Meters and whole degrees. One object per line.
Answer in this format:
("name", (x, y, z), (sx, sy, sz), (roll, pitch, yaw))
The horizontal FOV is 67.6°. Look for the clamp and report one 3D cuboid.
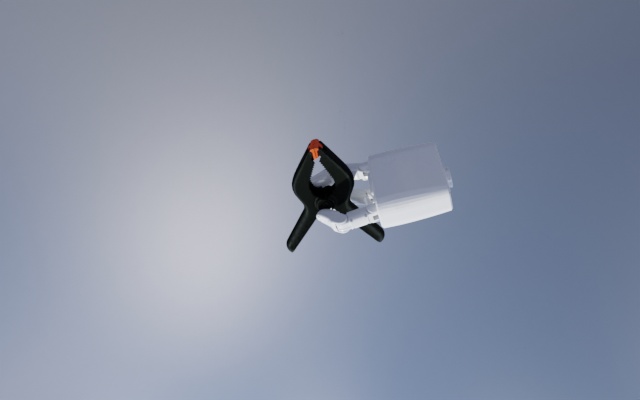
("clamp", (0.000, 0.002, 0.746), (0.164, 0.210, 0.036), (-14, 37, 10))
